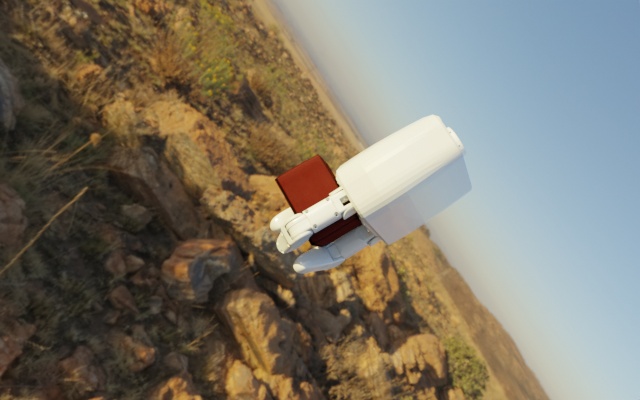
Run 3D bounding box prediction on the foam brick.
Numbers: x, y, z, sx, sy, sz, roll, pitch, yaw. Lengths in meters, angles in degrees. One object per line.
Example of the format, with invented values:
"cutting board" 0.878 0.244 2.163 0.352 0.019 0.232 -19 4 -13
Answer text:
"foam brick" 0.000 0.001 0.484 0.051 0.078 0.053 -32 -13 8
